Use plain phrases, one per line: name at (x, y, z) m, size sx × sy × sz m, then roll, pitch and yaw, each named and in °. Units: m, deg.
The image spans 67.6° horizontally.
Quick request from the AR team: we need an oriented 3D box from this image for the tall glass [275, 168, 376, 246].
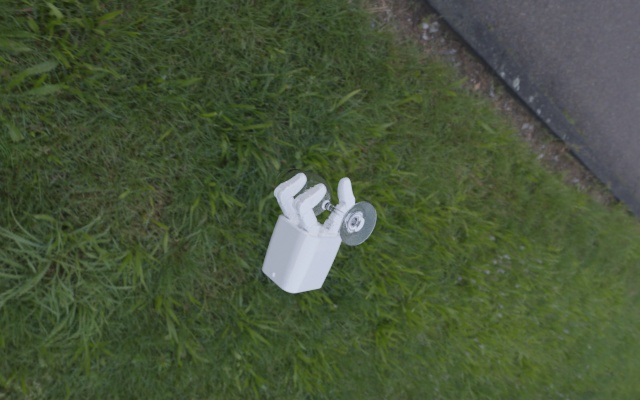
tall glass at (0.001, 0.003, 0.813) m, size 0.079 × 0.079 × 0.201 m, roll 0°, pitch 20°, yaw -39°
